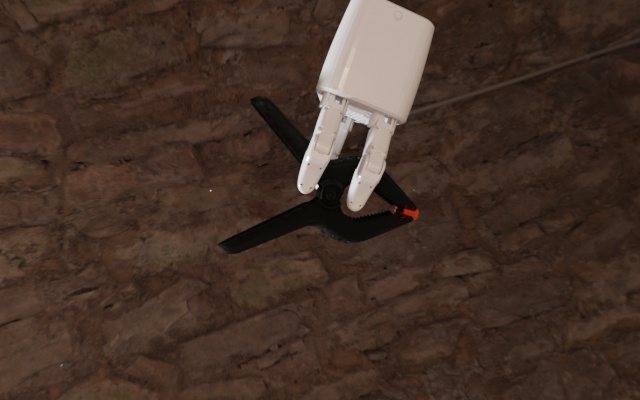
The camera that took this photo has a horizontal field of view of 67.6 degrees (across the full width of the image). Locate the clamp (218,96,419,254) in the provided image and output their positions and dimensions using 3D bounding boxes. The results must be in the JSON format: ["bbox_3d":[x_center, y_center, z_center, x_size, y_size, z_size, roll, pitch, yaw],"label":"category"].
[{"bbox_3d":[0.001,0.002,0.511,0.210,0.164,0.036,19,3,-13],"label":"clamp"}]
